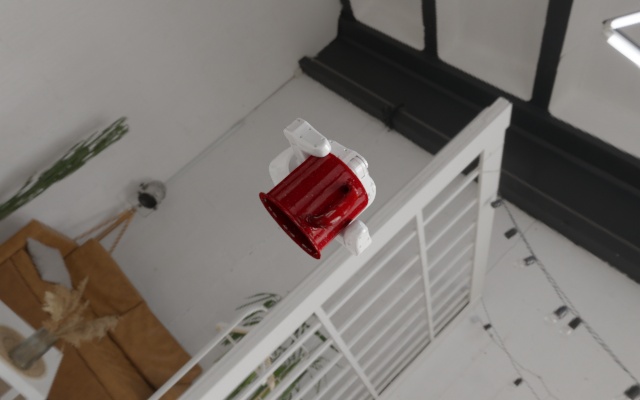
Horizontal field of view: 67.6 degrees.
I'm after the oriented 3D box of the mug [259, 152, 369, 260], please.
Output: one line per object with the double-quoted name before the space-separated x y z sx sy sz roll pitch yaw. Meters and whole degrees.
"mug" 0.001 0.001 0.492 0.081 0.093 0.117 -43 15 -14
